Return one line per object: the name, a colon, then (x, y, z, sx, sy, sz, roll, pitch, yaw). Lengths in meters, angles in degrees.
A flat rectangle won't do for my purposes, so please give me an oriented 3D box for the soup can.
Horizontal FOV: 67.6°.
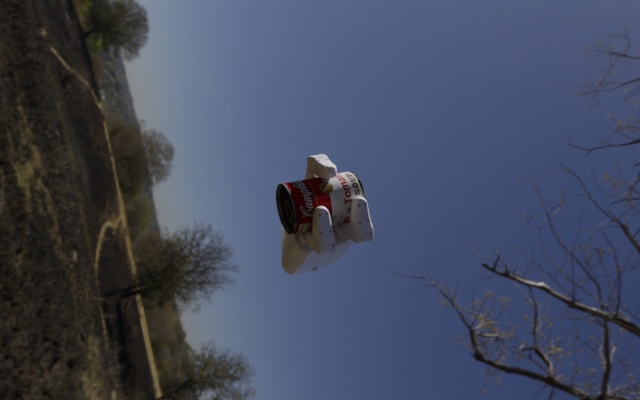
soup can: (0.000, 0.002, 0.634, 0.102, 0.068, 0.068, -11, 4, -22)
